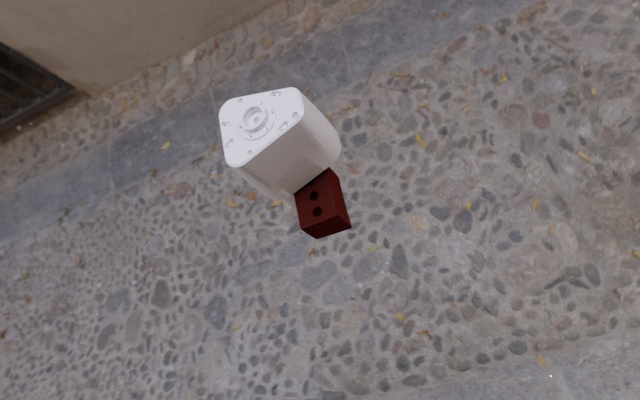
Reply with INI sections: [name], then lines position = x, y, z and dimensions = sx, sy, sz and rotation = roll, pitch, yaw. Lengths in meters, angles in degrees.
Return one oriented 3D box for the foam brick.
[foam brick]
position = 0.000, 0.002, 0.613
dimensions = 0.053, 0.078, 0.051
rotation = -21, -26, 15
